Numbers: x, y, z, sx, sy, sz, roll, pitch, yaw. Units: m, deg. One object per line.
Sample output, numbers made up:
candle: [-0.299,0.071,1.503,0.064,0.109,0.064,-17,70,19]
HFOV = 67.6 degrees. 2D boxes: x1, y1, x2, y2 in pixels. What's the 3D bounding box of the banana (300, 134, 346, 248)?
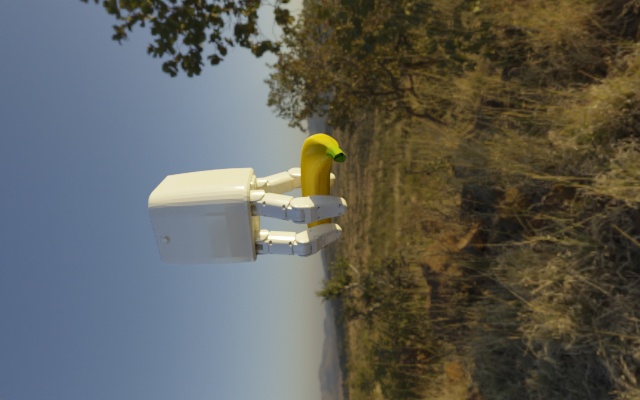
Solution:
banana: [-0.003,-0.016,0.551,0.037,0.069,0.198,-7,-31,-7]
